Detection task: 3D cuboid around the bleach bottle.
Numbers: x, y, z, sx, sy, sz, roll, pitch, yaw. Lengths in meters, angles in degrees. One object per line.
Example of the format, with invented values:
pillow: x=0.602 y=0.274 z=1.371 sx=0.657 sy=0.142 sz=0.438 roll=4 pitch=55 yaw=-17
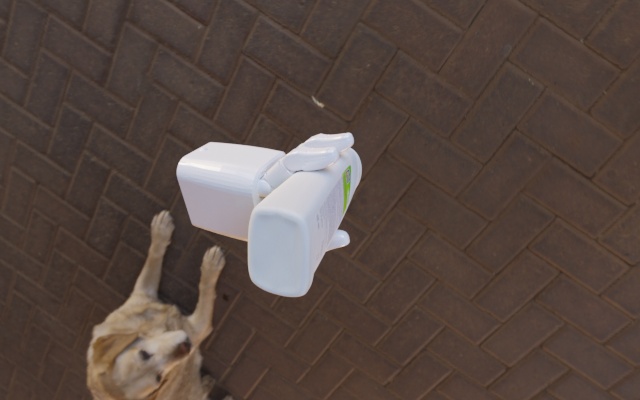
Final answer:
bleach bottle: x=0.000 y=0.002 z=0.563 sx=0.068 sy=0.103 sz=0.250 roll=12 pitch=26 yaw=16
